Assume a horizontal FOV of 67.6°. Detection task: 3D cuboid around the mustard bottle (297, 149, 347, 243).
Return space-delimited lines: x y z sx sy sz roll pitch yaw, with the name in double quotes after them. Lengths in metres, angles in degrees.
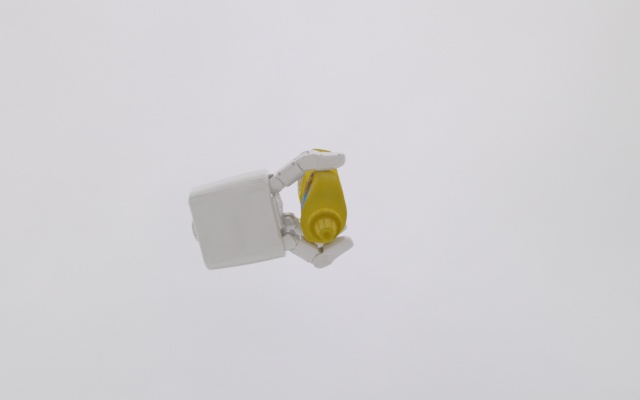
0.000 0.002 0.636 0.058 0.096 0.191 10 22 -8 "mustard bottle"
